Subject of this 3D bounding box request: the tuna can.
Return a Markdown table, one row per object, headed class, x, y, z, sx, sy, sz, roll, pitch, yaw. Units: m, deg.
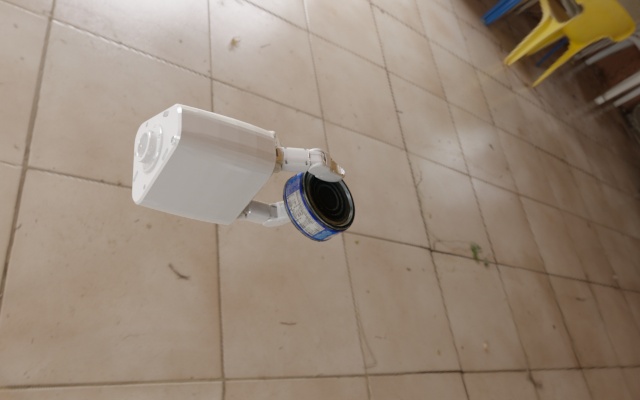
| class | x | y | z | sx | sy | sz | roll | pitch | yaw |
| --- | --- | --- | --- | --- | --- | --- | --- | --- | --- |
| tuna can | 0.001 | 0.002 | 0.548 | 0.034 | 0.086 | 0.086 | -31 | -20 | 37 |
